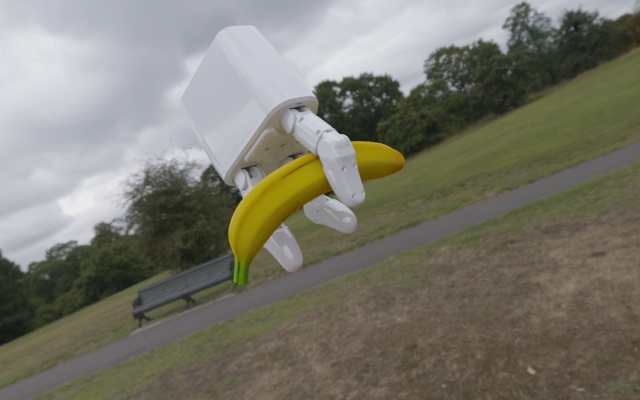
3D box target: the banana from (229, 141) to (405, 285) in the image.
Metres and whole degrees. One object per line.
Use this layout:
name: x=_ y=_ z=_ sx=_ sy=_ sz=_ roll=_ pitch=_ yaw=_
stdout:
banana: x=-0.006 y=-0.010 z=0.417 sx=0.198 sy=0.070 sz=0.037 roll=-34 pitch=47 yaw=-18
